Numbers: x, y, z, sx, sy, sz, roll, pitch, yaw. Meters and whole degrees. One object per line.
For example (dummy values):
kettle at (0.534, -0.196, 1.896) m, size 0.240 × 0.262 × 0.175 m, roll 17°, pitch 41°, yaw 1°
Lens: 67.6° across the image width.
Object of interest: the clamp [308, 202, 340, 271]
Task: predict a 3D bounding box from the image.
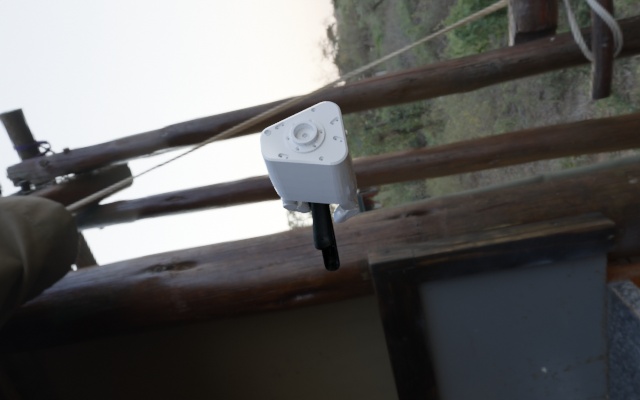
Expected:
clamp at (-0.001, 0.002, 0.730) m, size 0.036 × 0.210 × 0.165 m, roll -9°, pitch -26°, yaw 2°
